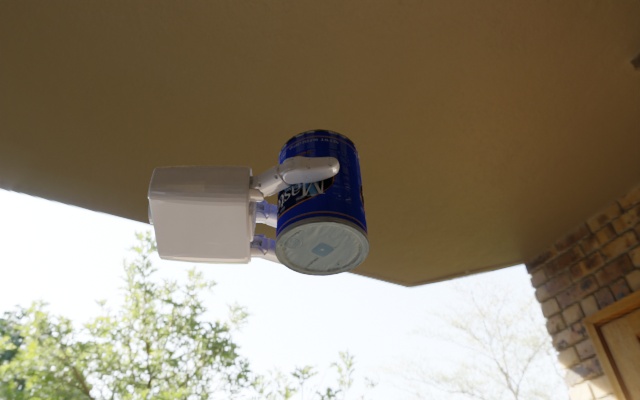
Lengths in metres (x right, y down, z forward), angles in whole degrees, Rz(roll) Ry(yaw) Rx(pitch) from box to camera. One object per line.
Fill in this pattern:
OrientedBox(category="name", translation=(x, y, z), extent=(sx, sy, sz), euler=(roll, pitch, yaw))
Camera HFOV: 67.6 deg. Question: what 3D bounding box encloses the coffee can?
OrientedBox(category="coffee can", translation=(0.000, 0.002, 0.557), extent=(0.103, 0.140, 0.103), euler=(-1, -41, -1))
